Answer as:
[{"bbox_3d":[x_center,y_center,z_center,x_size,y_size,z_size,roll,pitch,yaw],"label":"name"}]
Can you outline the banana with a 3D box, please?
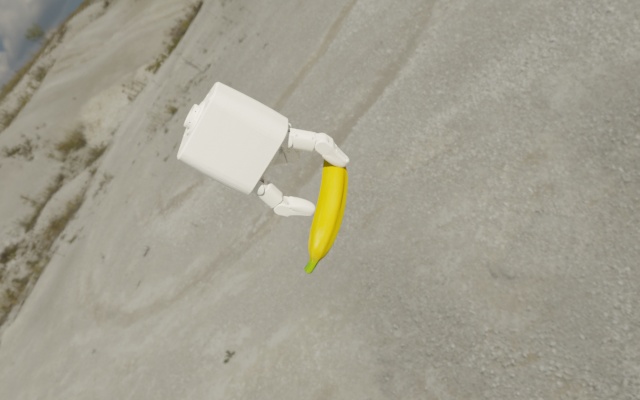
[{"bbox_3d":[0.010,-0.001,0.664,0.037,0.197,0.070,27,-31,-23],"label":"banana"}]
